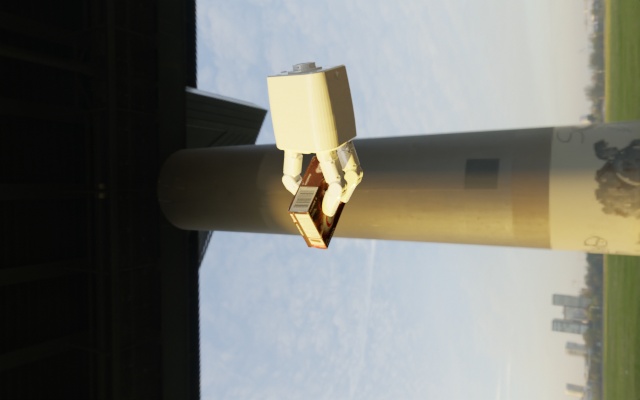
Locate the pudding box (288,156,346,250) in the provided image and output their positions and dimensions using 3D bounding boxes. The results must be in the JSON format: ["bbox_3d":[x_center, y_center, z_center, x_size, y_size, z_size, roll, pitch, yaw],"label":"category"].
[{"bbox_3d":[0.000,0.002,0.719,0.039,0.113,0.090,4,-38,29],"label":"pudding box"}]
